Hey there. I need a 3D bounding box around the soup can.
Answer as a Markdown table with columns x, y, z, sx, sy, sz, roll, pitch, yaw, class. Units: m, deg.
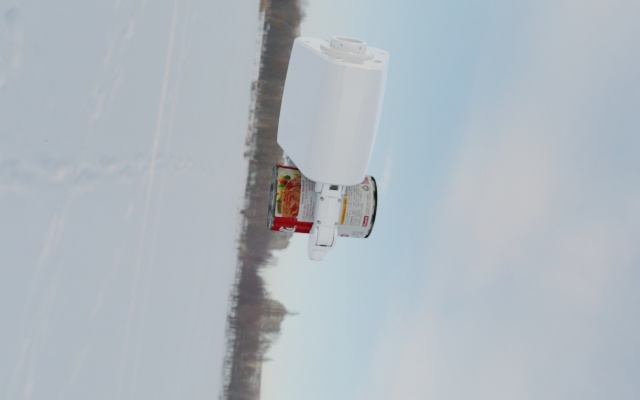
| x | y | z | sx | sy | sz | roll | pitch | yaw | class |
| --- | --- | --- | --- | --- | --- | --- | --- | --- | --- |
| 0.000 | 0.002 | 0.486 | 0.102 | 0.068 | 0.068 | 6 | -1 | -9 | soup can |
